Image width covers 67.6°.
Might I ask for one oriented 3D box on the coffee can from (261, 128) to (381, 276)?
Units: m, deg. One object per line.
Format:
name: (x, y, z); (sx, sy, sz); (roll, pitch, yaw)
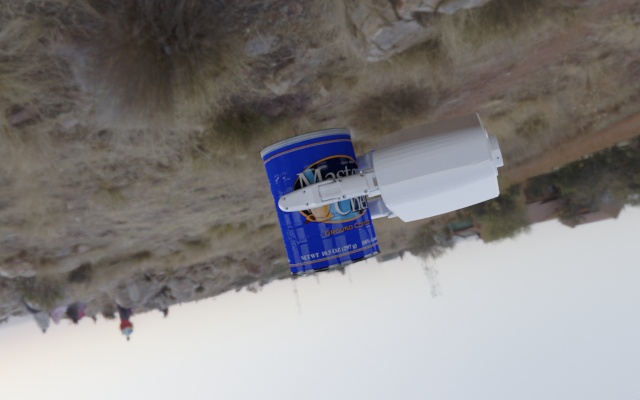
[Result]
coffee can: (0.000, 0.002, 0.530); (0.103, 0.140, 0.103); (-14, -2, 0)
